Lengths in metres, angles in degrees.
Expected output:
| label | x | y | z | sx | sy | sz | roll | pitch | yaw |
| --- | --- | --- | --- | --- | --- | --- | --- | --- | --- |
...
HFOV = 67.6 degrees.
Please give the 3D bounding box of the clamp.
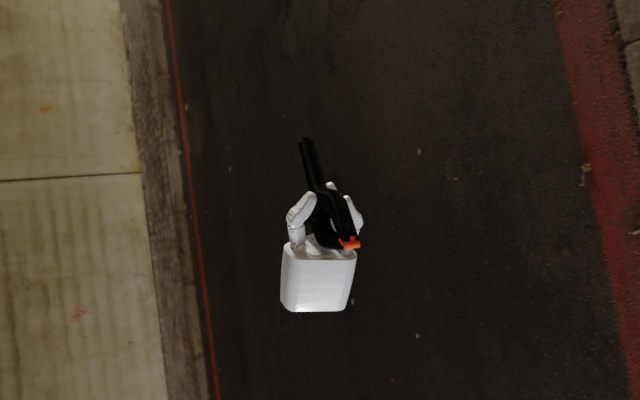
| label | x | y | z | sx | sy | sz | roll | pitch | yaw |
| --- | --- | --- | --- | --- | --- | --- | --- | --- | --- |
| clamp | 0.000 | 0.003 | 0.750 | 0.036 | 0.165 | 0.210 | -5 | 26 | -29 |
